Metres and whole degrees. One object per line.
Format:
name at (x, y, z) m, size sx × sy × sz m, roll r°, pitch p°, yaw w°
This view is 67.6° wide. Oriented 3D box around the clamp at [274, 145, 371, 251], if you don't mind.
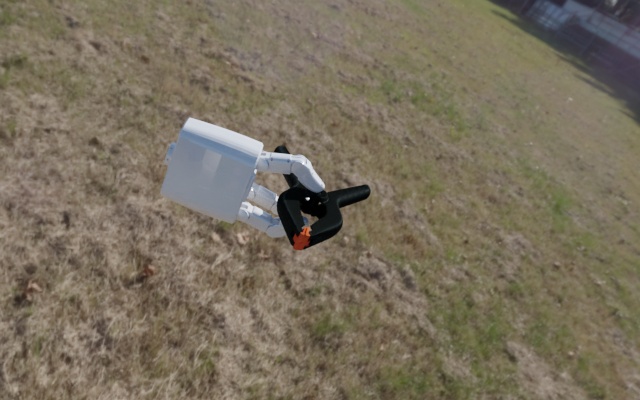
clamp at (0.000, 0.002, 0.680) m, size 0.164 × 0.036 × 0.209 m, roll 20°, pitch 32°, yaw -11°
